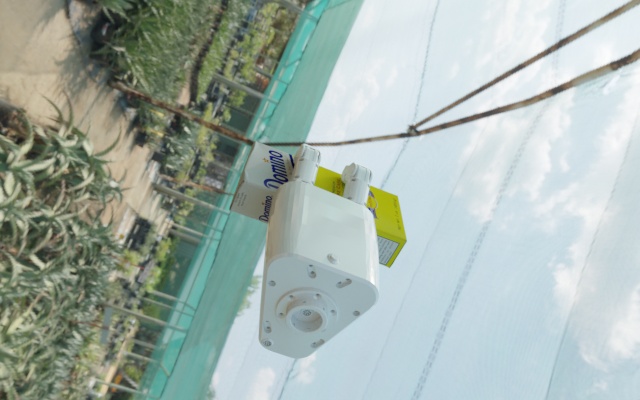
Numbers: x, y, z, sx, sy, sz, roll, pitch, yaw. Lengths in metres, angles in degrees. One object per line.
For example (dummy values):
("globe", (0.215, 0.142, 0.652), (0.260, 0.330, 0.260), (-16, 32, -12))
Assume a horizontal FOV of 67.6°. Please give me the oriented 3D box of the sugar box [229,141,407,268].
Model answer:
("sugar box", (0.000, 0.001, 0.506), (0.176, 0.048, 0.093), (22, 29, -12))
